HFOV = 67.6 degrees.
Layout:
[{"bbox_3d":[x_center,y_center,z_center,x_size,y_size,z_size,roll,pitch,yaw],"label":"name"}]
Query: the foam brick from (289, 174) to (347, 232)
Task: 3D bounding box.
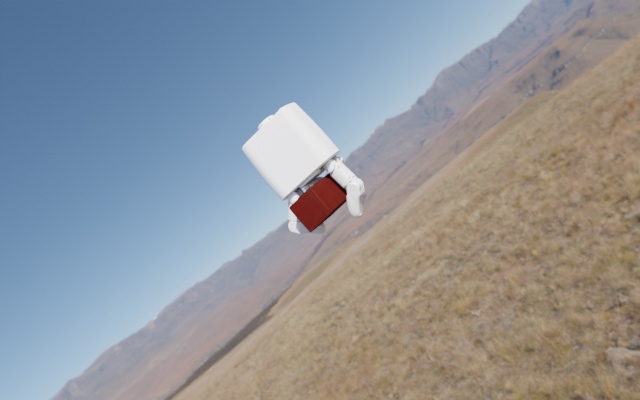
[{"bbox_3d":[0.000,0.002,0.725,0.053,0.051,0.078,-42,-1,34],"label":"foam brick"}]
